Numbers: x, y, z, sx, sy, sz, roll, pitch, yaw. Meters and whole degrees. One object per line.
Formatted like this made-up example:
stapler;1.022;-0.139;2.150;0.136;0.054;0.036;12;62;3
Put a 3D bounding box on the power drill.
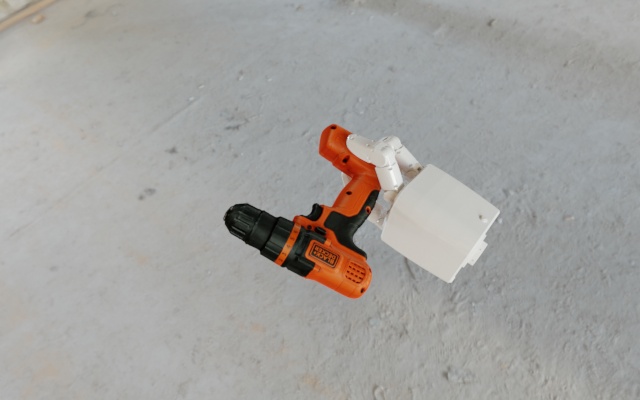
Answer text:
power drill;0.001;0.002;0.578;0.184;0.187;0.057;29;-24;-8
